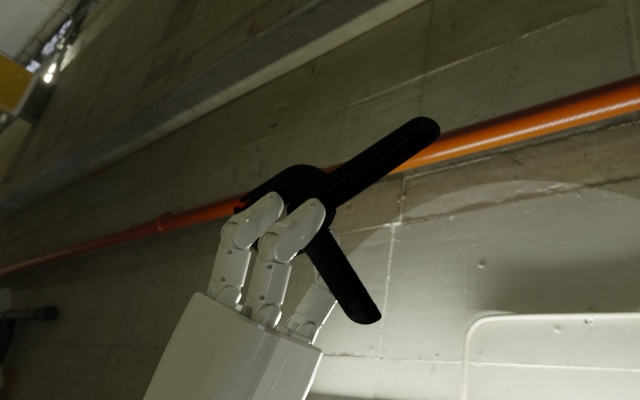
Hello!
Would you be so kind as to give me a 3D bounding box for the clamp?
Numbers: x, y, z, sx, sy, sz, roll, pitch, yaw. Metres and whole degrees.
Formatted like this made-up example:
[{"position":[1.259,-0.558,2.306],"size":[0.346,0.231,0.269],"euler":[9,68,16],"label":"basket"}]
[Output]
[{"position":[0.000,0.002,0.409],"size":[0.210,0.164,0.036],"euler":[9,-24,49],"label":"clamp"}]
